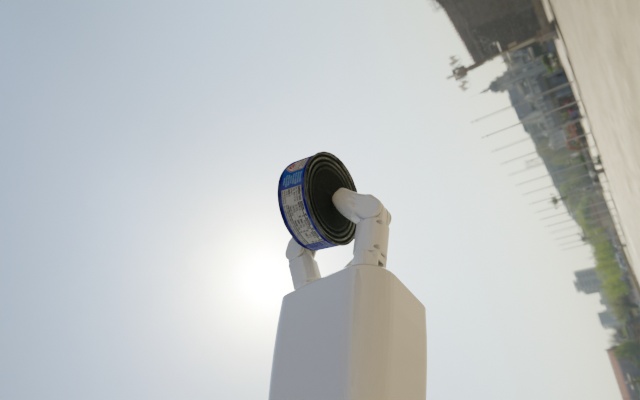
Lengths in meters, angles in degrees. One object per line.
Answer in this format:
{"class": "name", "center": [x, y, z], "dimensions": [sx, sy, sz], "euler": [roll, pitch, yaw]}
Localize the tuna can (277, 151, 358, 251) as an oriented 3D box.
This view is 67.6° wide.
{"class": "tuna can", "center": [0.000, 0.001, 0.431], "dimensions": [0.034, 0.086, 0.086], "euler": [-16, -9, 33]}
